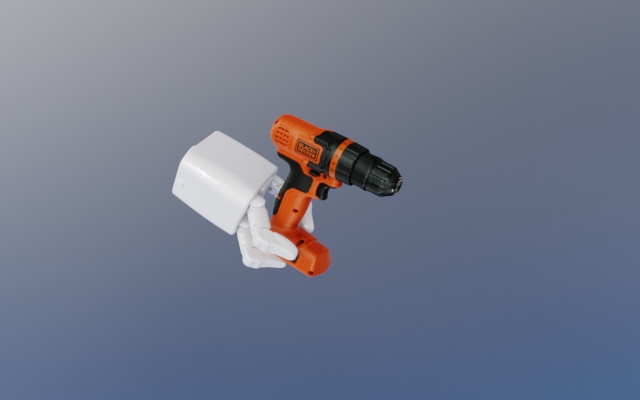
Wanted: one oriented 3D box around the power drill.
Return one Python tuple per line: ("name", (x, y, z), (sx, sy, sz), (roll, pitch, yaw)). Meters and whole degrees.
("power drill", (0.000, 0.002, 0.619), (0.184, 0.188, 0.057), (30, 27, 24))
